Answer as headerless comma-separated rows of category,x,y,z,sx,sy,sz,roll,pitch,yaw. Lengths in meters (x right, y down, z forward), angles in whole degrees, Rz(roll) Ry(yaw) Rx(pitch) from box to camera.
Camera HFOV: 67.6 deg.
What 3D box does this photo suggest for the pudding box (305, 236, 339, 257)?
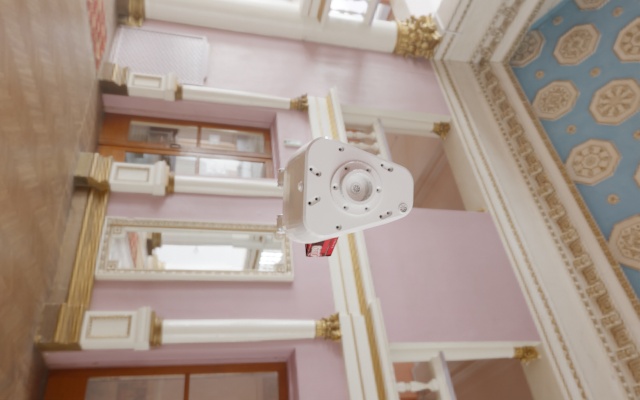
pudding box,0.000,0.002,0.595,0.039,0.113,0.090,3,-33,-11
